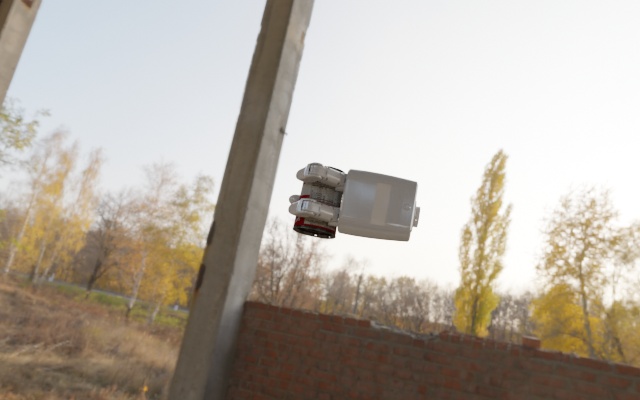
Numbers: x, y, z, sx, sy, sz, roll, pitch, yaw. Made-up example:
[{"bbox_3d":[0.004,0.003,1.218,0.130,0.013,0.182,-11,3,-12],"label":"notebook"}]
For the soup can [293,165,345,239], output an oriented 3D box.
[{"bbox_3d":[0.000,0.002,0.742,0.068,0.102,0.068,11,-13,3],"label":"soup can"}]
